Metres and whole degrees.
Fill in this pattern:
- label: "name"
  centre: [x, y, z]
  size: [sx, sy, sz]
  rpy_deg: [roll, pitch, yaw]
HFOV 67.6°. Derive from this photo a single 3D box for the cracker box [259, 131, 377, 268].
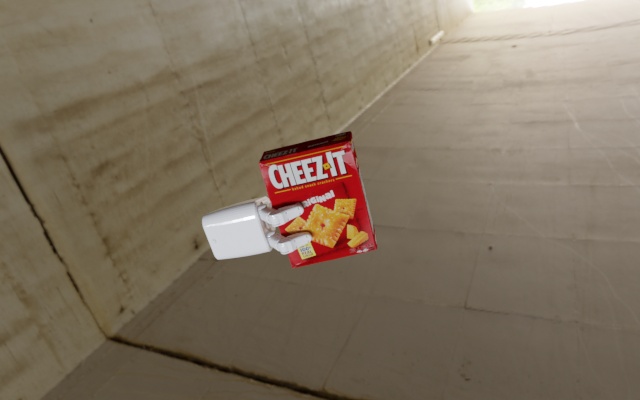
- label: "cracker box"
  centre: [0.000, 0.003, 0.854]
  size: [0.164, 0.214, 0.072]
  rpy_deg: [-13, 22, 8]
